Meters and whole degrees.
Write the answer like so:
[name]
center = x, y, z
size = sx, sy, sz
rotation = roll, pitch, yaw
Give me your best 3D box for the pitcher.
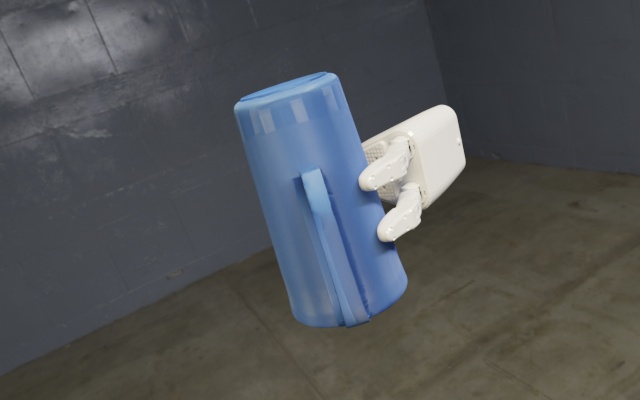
[pitcher]
center = 0.000, 0.002, 0.490
size = 0.149, 0.243, 0.145
rotation = 0, 25, 44
